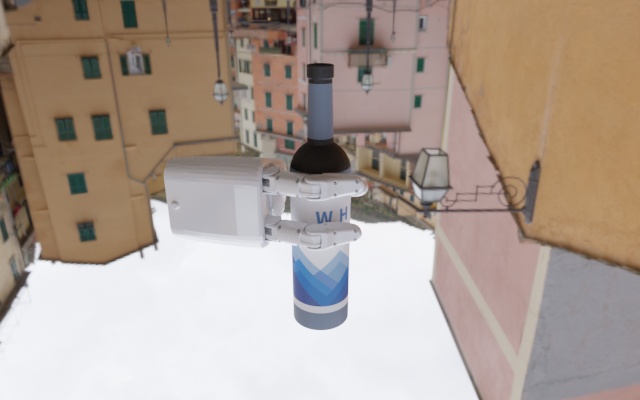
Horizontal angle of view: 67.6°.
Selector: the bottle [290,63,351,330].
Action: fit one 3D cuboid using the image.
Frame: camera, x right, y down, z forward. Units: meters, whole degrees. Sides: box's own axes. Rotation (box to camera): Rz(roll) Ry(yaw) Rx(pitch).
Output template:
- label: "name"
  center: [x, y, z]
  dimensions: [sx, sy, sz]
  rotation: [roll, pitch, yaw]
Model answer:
- label: "bottle"
  center: [0.000, 0.002, 0.528]
  dimensions: [0.069, 0.296, 0.069]
  rotation: [0, 22, 0]
